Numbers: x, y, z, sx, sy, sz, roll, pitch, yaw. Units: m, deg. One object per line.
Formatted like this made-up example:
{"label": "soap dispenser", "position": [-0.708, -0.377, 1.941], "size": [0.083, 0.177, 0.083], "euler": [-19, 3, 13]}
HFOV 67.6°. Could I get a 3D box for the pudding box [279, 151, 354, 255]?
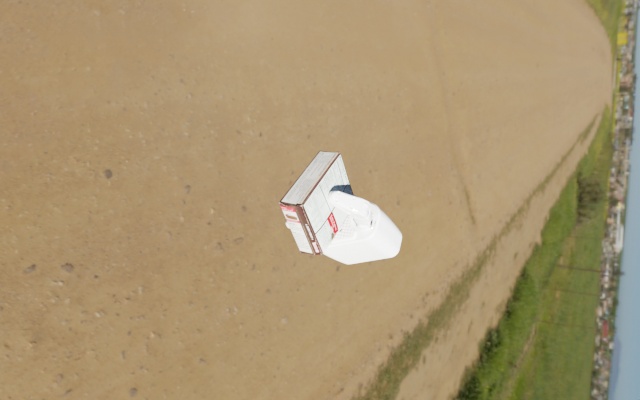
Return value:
{"label": "pudding box", "position": [0.000, 0.002, 0.629], "size": [0.039, 0.090, 0.113], "euler": [4, 42, 31]}
